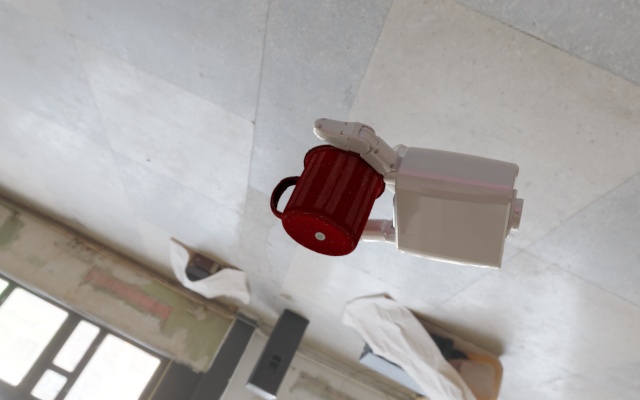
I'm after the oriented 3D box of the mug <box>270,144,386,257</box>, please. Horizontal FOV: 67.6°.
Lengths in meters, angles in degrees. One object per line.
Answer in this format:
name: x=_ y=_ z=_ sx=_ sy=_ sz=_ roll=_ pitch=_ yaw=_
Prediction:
mug: x=-0.001 y=0.002 z=0.494 sx=0.117 sy=0.081 sz=0.093 roll=9 pitch=-34 yaw=24
